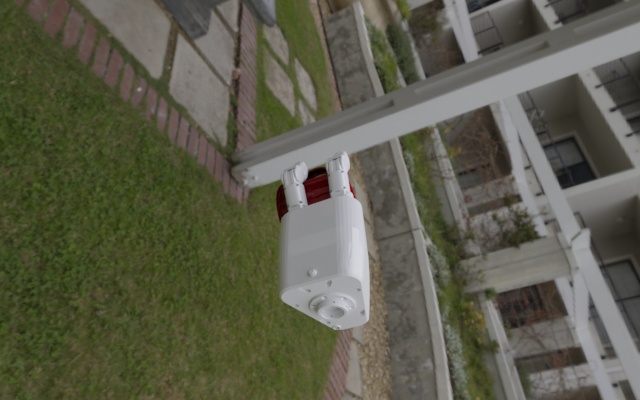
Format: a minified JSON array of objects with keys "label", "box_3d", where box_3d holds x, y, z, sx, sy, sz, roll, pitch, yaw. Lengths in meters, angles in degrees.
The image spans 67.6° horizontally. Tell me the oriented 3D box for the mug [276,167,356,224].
[{"label":"mug","box_3d":[0.000,0.001,0.627,0.081,0.117,0.093,-18,-45,18]}]
